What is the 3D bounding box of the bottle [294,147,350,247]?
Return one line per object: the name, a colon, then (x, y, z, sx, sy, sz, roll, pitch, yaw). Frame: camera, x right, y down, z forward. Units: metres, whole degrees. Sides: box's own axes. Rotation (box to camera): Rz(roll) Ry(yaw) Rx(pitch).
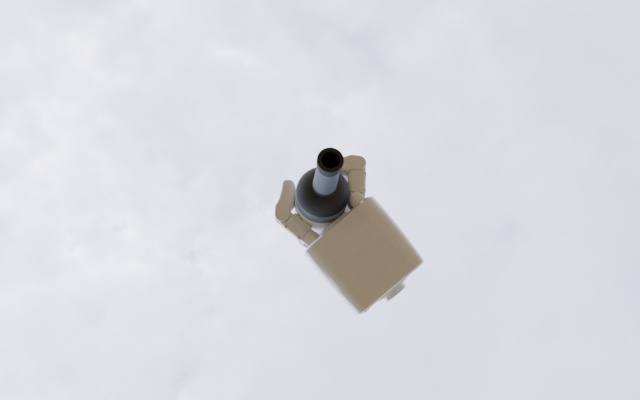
bottle: (0.000, 0.002, 0.621, 0.069, 0.069, 0.296, 0, -17, -4)
